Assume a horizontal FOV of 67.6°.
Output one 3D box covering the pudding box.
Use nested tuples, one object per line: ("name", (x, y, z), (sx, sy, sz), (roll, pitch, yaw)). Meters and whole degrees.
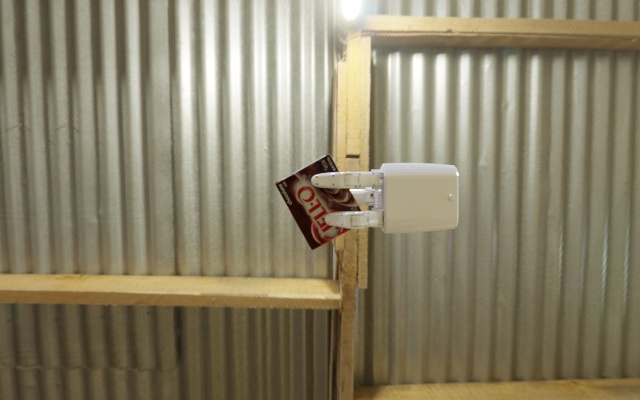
("pudding box", (0.000, 0.002, 0.693), (0.090, 0.113, 0.039), (-29, 2, 0))
